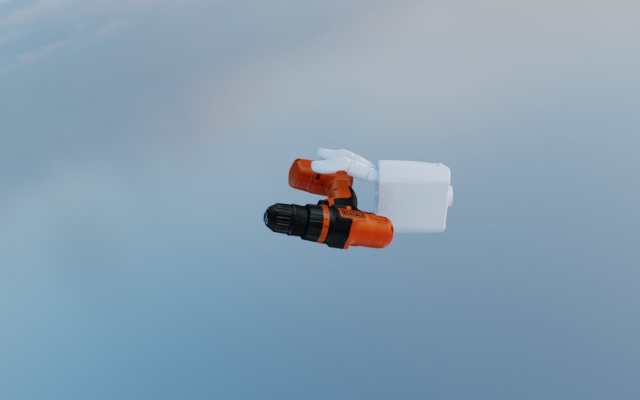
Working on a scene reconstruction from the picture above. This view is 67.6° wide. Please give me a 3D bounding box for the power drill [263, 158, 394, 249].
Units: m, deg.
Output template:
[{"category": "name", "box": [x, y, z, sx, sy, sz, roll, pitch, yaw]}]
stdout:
[{"category": "power drill", "box": [0.000, 0.002, 0.711, 0.184, 0.057, 0.187, 11, 28, -18]}]
